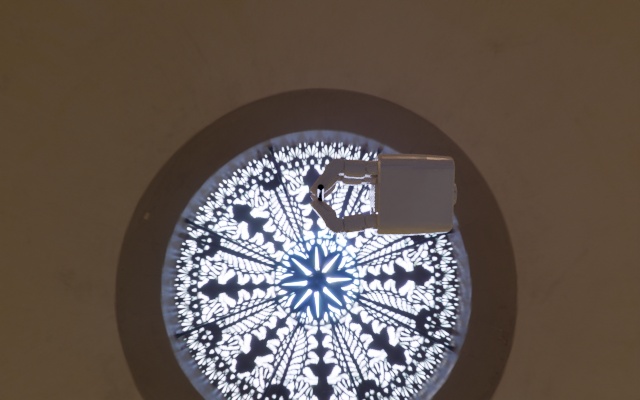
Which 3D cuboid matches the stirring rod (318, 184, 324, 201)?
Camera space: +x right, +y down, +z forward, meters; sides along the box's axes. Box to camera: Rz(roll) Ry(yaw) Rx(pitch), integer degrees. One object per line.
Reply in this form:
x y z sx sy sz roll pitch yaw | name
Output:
0.000 0.002 0.710 0.011 0.011 0.239 0 -9 0 | stirring rod
